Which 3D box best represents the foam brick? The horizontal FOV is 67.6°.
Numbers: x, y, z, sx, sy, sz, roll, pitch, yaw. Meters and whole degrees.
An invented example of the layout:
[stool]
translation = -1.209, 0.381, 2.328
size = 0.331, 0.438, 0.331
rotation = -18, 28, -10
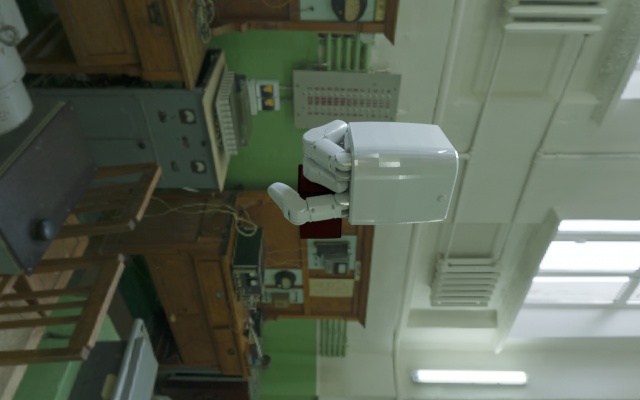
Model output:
[foam brick]
translation = 0.000, 0.002, 0.565
size = 0.051, 0.078, 0.053
rotation = -1, 45, -1
